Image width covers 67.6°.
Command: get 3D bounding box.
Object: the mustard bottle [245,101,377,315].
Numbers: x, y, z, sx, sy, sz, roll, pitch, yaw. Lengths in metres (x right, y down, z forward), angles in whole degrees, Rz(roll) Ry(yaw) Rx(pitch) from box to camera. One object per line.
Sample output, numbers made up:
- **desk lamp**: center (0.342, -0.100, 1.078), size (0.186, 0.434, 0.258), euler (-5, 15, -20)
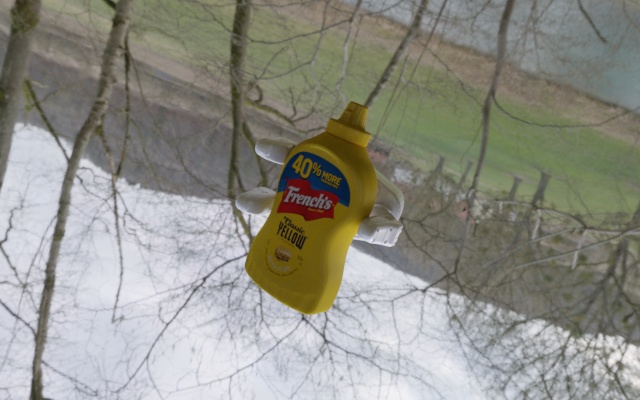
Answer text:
- **mustard bottle**: center (0.000, 0.002, 0.443), size (0.096, 0.192, 0.058), euler (30, 13, 33)
